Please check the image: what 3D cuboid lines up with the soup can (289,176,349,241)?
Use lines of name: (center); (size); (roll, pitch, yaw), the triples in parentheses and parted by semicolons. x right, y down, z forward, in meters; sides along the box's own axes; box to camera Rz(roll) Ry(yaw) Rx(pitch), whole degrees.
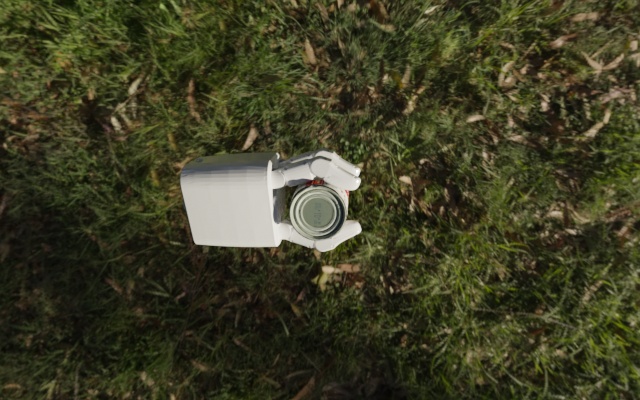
soup can: (0.001, 0.002, 0.583); (0.068, 0.068, 0.102); (0, 15, 4)
